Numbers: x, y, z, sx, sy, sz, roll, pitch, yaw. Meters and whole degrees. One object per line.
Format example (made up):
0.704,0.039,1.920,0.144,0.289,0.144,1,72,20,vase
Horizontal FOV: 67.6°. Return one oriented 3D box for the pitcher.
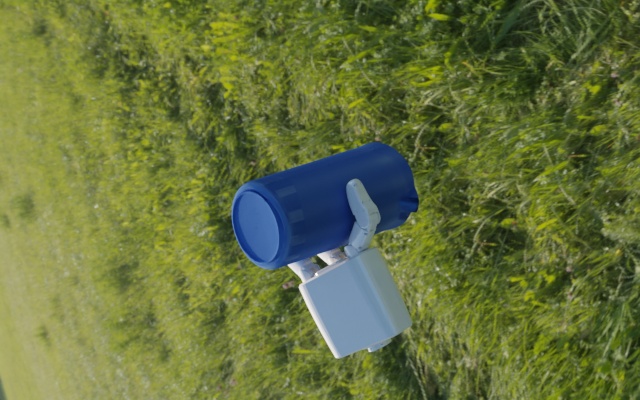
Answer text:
0.000,0.002,0.643,0.243,0.145,0.149,-17,-14,-43,pitcher
